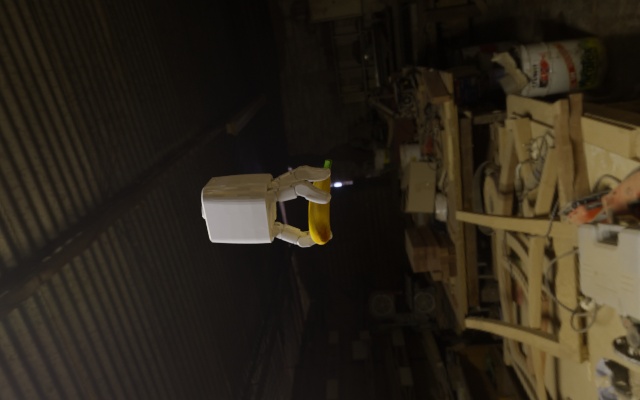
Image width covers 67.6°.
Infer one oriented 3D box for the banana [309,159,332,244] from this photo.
[{"bbox_3d":[-0.001,0.014,0.812,0.037,0.070,0.197,4,43,-2],"label":"banana"}]
